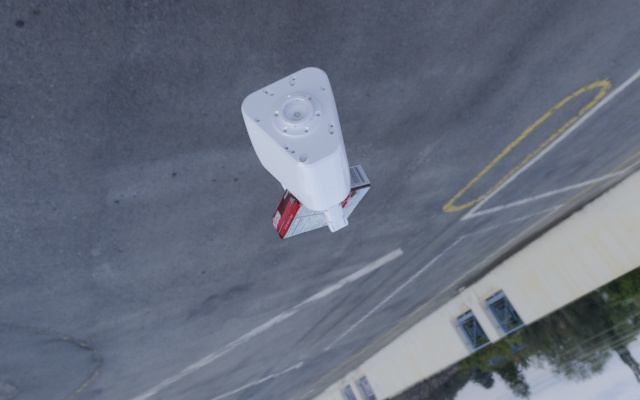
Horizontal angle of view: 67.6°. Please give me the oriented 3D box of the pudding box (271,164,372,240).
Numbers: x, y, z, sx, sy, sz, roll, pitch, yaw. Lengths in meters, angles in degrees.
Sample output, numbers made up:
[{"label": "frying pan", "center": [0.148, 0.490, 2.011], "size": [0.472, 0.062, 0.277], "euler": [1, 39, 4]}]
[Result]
[{"label": "pudding box", "center": [0.000, 0.002, 0.623], "size": [0.113, 0.039, 0.090], "euler": [-14, -26, -30]}]
